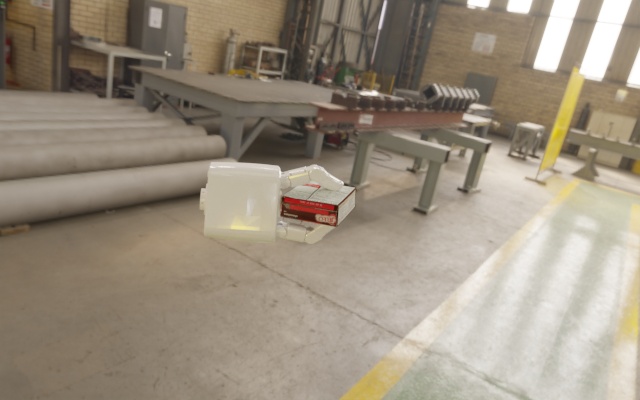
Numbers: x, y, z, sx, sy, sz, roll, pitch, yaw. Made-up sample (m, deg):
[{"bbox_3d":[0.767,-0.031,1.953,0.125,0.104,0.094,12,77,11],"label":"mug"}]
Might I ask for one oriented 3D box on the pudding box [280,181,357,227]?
[{"bbox_3d":[0.000,0.002,0.740,0.090,0.039,0.113,11,20,16],"label":"pudding box"}]
